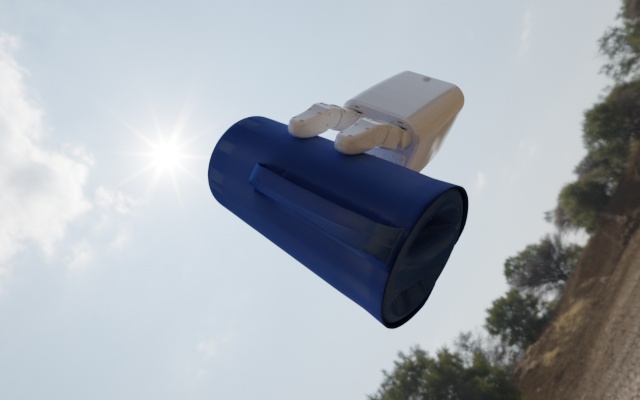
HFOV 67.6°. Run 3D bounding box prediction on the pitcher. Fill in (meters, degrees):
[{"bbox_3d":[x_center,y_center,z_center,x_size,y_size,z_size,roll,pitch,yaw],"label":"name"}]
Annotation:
[{"bbox_3d":[0.000,0.001,0.451,0.242,0.149,0.145,28,50,32],"label":"pitcher"}]
